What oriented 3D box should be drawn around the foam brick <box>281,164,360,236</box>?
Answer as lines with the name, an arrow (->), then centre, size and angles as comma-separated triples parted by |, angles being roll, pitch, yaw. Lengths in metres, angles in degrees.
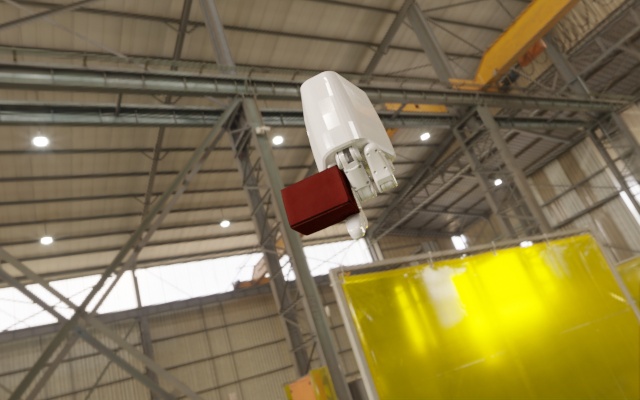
foam brick -> 0.000, 0.002, 0.579 | 0.078, 0.051, 0.053 | -24, -21, 11
